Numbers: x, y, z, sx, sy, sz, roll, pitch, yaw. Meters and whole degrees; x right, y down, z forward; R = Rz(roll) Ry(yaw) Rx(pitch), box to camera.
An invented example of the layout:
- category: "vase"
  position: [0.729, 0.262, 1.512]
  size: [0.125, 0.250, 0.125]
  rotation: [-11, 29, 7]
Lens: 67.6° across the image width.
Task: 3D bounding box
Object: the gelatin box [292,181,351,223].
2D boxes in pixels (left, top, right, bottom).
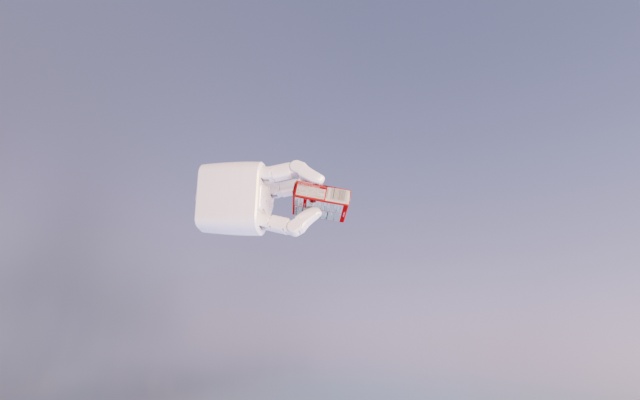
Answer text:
- category: "gelatin box"
  position: [0.000, 0.003, 0.761]
  size: [0.089, 0.030, 0.073]
  rotation: [10, -25, 1]
